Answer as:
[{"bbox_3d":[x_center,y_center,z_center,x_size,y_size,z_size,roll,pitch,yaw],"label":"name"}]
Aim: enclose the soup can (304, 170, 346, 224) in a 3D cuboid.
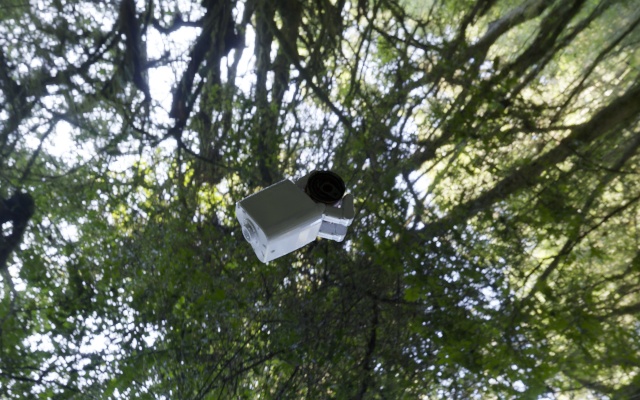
[{"bbox_3d":[0.000,0.003,0.860,0.068,0.068,0.102,0,-34,-14],"label":"soup can"}]
